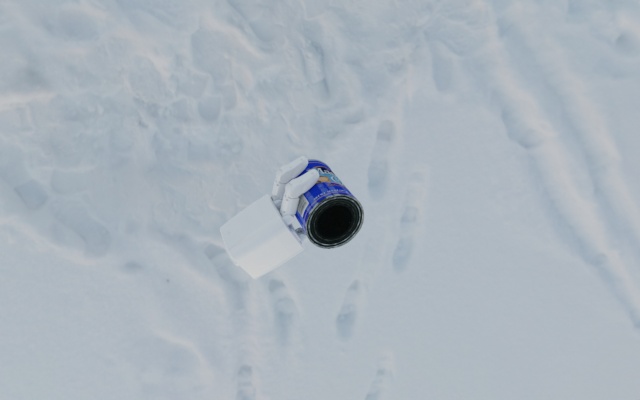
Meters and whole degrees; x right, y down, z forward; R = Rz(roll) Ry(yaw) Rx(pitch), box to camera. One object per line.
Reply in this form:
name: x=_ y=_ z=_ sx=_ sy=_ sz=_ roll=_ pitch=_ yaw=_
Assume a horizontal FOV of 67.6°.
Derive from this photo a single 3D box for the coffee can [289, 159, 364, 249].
coffee can: x=0.000 y=0.003 z=0.826 sx=0.103 sy=0.103 sz=0.140 roll=0 pitch=28 yaw=-23
